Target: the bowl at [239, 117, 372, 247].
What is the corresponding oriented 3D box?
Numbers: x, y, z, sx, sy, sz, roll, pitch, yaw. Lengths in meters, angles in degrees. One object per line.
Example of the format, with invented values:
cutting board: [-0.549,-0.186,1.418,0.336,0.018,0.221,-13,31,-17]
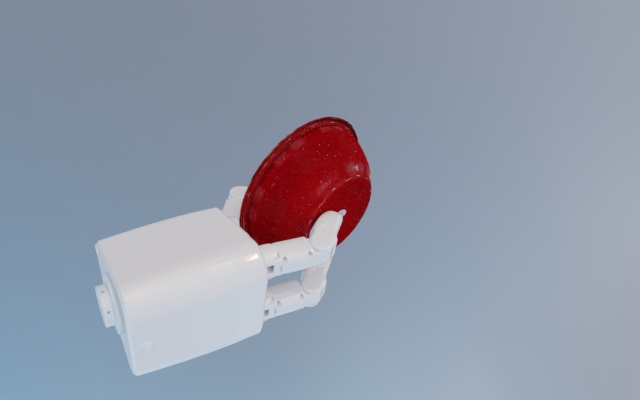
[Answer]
bowl: [0.001,0.001,0.474,0.055,0.162,0.162,37,20,29]
